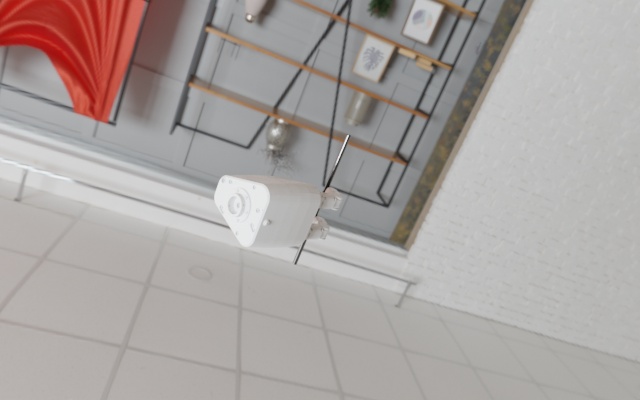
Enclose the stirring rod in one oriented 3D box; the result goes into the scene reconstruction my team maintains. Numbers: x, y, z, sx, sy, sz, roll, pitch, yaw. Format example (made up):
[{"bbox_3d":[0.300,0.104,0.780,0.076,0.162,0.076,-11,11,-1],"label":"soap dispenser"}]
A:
[{"bbox_3d":[0.000,0.002,0.791,0.011,0.239,0.011,21,16,-6],"label":"stirring rod"}]
